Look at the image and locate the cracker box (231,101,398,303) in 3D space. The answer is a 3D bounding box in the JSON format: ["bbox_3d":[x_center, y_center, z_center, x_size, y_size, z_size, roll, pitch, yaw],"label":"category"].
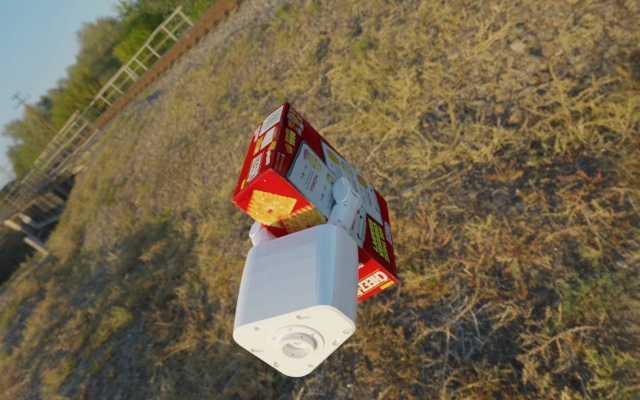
[{"bbox_3d":[0.000,0.002,0.598,0.072,0.214,0.164,-35,28,25],"label":"cracker box"}]
